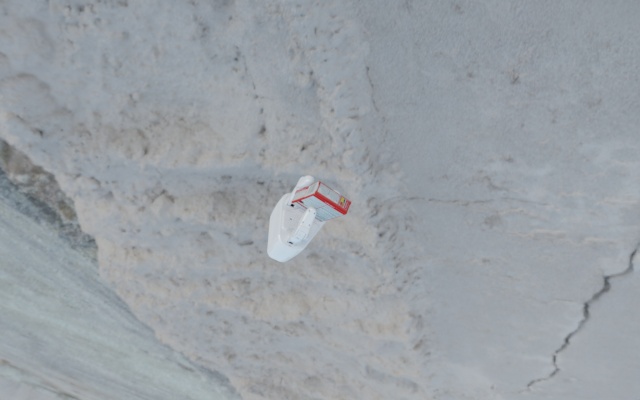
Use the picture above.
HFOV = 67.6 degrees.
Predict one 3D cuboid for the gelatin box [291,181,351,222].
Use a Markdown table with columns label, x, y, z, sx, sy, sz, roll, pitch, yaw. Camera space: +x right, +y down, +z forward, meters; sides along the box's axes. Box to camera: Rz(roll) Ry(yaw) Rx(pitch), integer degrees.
| label | x | y | z | sx | sy | sz | roll | pitch | yaw |
| --- | --- | --- | --- | --- | --- | --- | --- | --- | --- |
| gelatin box | 0.000 | 0.003 | 0.857 | 0.073 | 0.030 | 0.089 | 33 | -25 | -22 |
